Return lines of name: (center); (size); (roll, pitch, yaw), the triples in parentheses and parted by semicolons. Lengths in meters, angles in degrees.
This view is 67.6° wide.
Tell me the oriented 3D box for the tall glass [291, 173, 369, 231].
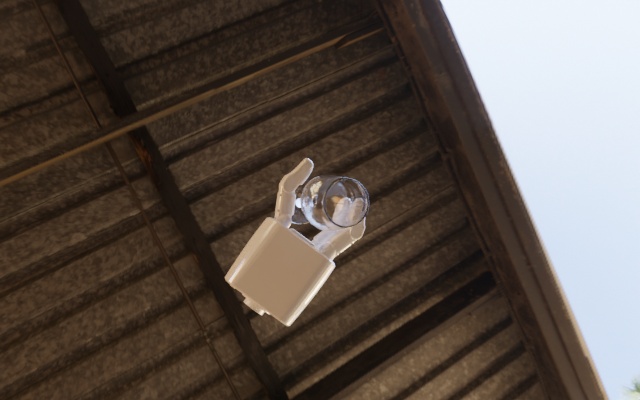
tall glass: (0.000, 0.002, 0.682); (0.079, 0.079, 0.201); (0, 0, -19)
